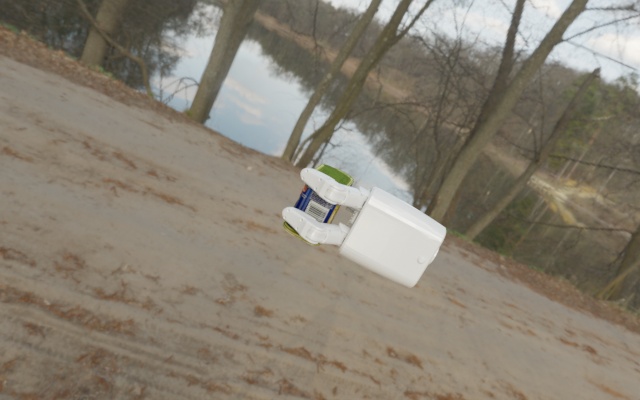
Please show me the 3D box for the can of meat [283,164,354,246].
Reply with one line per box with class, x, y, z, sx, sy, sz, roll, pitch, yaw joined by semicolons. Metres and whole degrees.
can of meat;0.000;0.002;0.641;0.057;0.084;0.102;29;17;4
